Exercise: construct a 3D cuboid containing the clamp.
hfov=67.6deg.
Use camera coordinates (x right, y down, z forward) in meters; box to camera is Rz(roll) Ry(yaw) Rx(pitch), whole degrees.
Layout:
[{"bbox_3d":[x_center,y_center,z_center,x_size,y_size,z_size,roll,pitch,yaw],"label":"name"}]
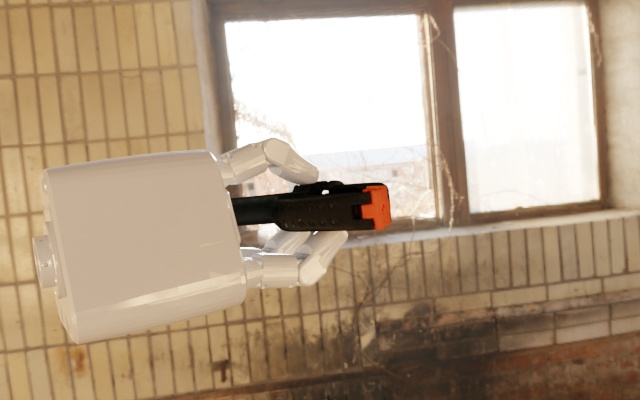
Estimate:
[{"bbox_3d":[0.000,0.001,0.409,0.164,0.036,0.210,-12,7,-34],"label":"clamp"}]
